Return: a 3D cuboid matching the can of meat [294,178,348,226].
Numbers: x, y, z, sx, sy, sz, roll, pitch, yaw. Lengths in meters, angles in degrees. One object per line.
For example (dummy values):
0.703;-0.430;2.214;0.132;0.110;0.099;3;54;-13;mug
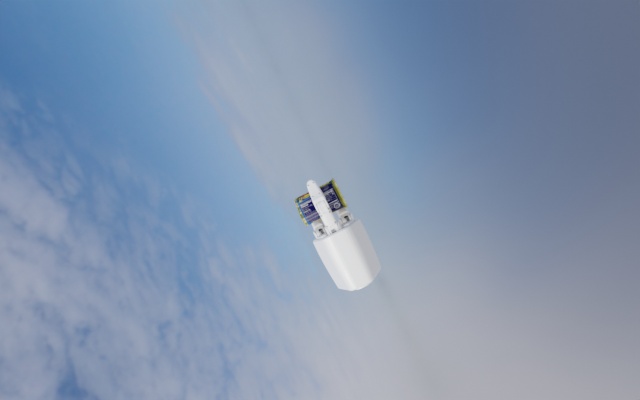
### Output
0.000;0.003;0.890;0.084;0.057;0.102;-27;3;2;can of meat
